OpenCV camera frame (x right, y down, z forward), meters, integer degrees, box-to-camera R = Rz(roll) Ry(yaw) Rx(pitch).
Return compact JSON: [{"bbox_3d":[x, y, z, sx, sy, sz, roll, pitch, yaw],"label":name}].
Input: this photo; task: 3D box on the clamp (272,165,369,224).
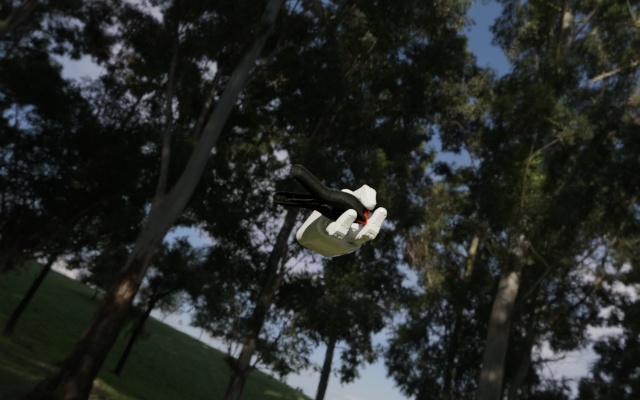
[{"bbox_3d":[0.000,0.002,0.835,0.171,0.039,0.120,29,-28,-18],"label":"clamp"}]
